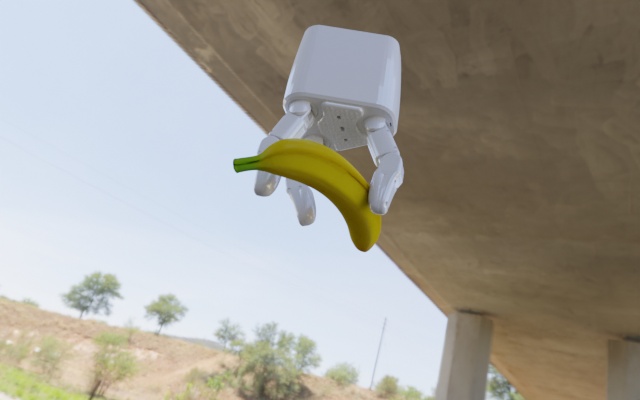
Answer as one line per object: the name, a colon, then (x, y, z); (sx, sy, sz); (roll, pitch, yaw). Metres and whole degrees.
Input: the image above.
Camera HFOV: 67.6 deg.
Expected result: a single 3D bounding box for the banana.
banana: (0.013, -0.006, 0.447); (0.069, 0.037, 0.198); (-21, -40, 32)
